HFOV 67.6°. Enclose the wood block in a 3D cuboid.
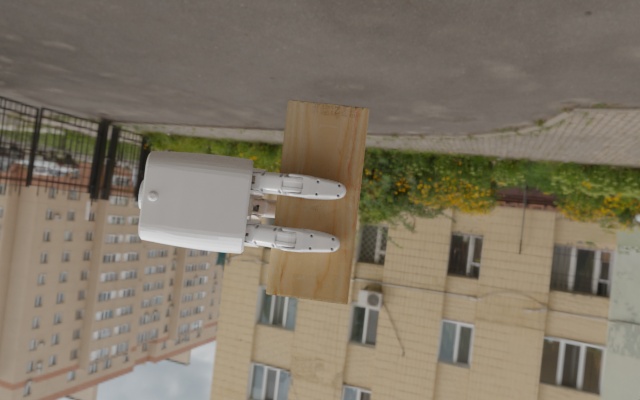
[{"bbox_3d":[0.000,0.002,0.542,0.090,0.206,0.091,7,-1,4],"label":"wood block"}]
